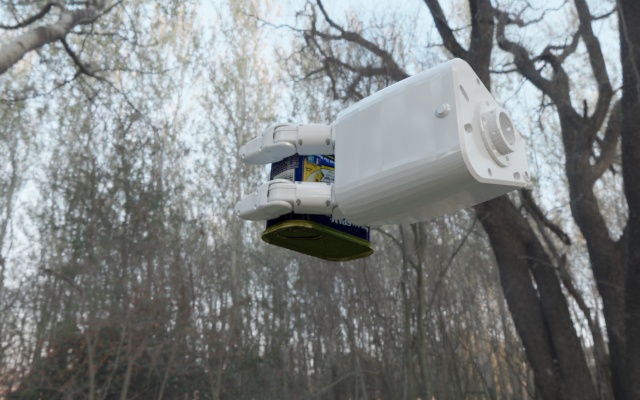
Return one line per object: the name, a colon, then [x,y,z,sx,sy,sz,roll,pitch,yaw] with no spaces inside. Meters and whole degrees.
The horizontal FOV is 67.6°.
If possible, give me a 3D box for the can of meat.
can of meat: [0.000,0.001,0.430,0.102,0.084,0.057,21,-30,-37]
